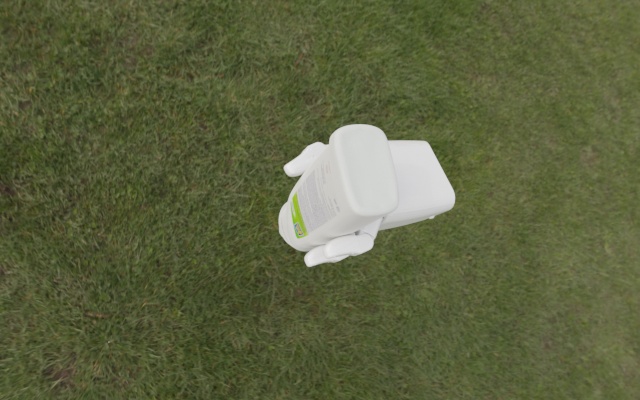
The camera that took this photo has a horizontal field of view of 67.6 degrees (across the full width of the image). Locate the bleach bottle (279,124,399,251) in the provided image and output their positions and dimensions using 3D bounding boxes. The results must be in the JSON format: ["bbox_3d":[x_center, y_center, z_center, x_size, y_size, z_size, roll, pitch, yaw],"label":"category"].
[{"bbox_3d":[0.000,0.002,0.591,0.068,0.102,0.251,-6,-13,-25],"label":"bleach bottle"}]
